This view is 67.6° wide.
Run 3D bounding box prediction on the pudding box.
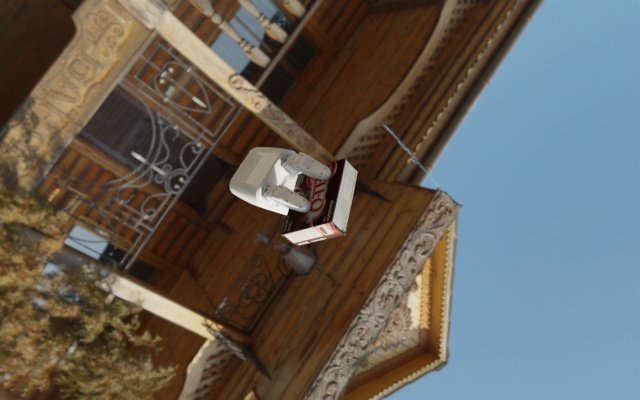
[{"bbox_3d":[0.000,0.002,0.672,0.090,0.113,0.039,-17,-42,37],"label":"pudding box"}]
